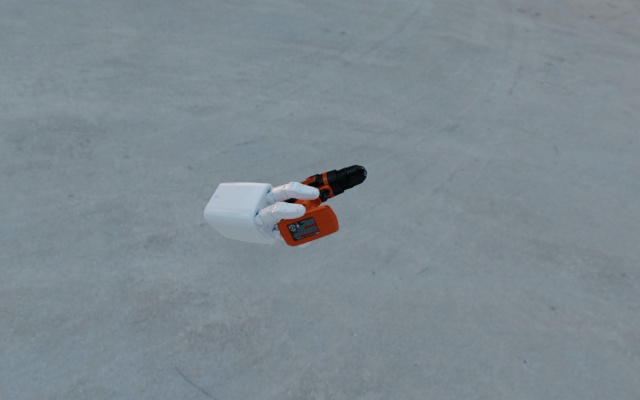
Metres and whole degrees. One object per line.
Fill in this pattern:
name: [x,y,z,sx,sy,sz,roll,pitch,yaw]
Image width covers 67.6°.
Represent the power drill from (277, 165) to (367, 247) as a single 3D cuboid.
power drill: [0.000,0.003,0.890,0.184,0.057,0.187,-21,20,14]
